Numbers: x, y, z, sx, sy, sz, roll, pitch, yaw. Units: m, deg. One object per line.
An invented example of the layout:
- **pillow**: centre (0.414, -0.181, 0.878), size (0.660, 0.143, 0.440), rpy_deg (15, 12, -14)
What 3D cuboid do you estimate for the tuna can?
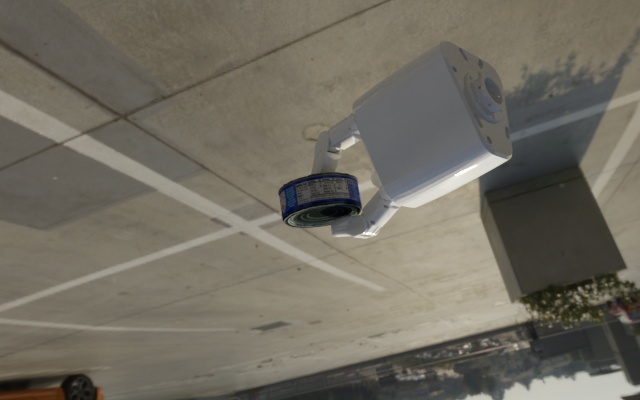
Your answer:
- **tuna can**: centre (0.000, 0.002, 0.502), size (0.086, 0.033, 0.086), rpy_deg (-8, -17, -3)
